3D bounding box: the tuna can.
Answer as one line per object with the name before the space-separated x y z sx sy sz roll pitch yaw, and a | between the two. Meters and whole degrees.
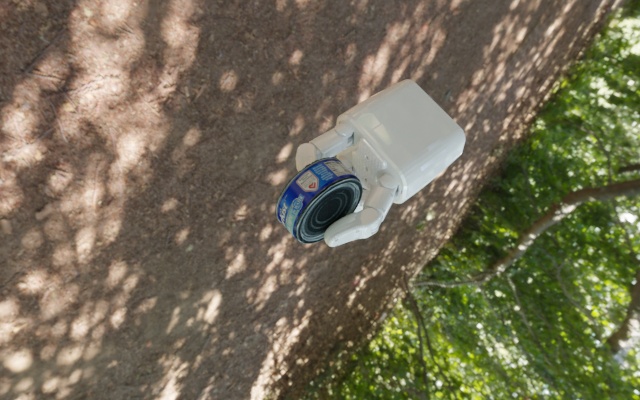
tuna can | 0.000 0.002 0.468 0.033 0.086 0.086 46 26 28
